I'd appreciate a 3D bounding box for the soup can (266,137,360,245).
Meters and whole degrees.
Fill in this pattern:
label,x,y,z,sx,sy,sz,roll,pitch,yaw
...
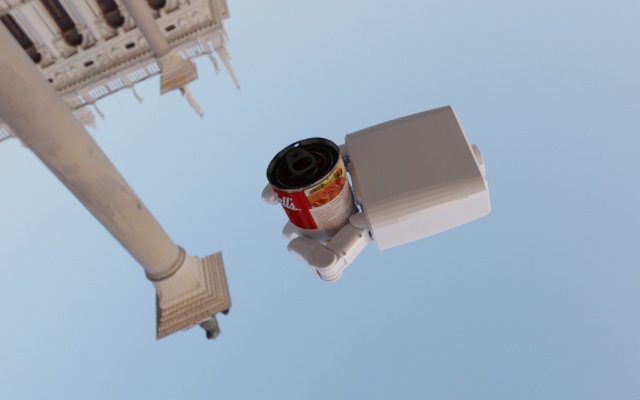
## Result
label,x,y,z,sx,sy,sz,roll,pitch,yaw
soup can,0.000,0.002,0.446,0.068,0.068,0.102,0,-43,25
